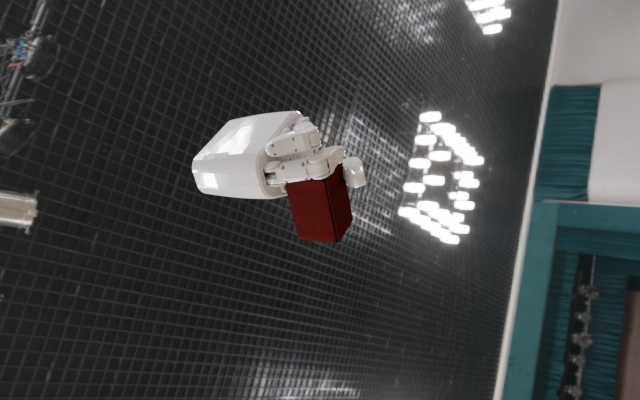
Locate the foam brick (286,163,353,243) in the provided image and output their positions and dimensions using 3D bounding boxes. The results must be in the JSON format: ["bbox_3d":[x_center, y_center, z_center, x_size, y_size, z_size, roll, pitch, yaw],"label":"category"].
[{"bbox_3d":[0.000,0.002,0.549,0.051,0.078,0.053,-1,25,25],"label":"foam brick"}]
